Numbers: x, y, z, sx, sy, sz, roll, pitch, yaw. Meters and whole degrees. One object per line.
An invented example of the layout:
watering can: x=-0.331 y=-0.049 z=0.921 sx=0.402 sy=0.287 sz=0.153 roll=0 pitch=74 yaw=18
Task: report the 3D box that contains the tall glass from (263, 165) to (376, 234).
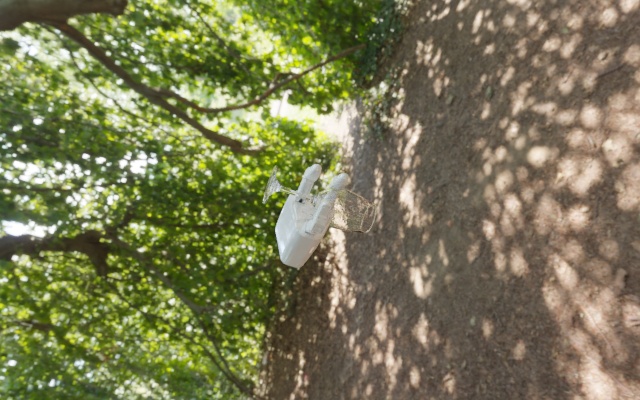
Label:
tall glass: x=0.000 y=0.003 z=0.881 sx=0.201 sy=0.079 sz=0.079 roll=18 pitch=-4 yaw=-12
